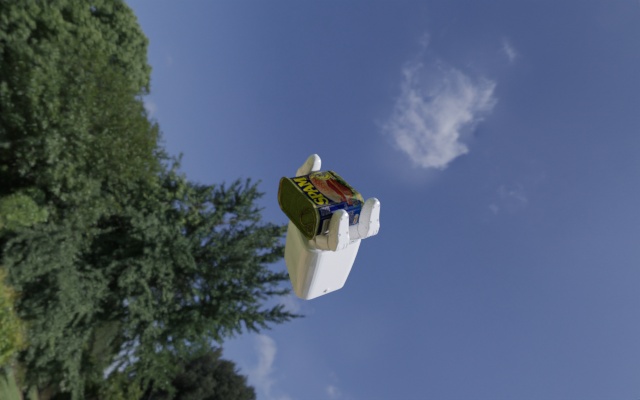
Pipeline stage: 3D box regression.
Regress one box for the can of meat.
[{"bbox_3d":[0.000,0.002,0.685,0.084,0.057,0.102,-13,41,-32],"label":"can of meat"}]
